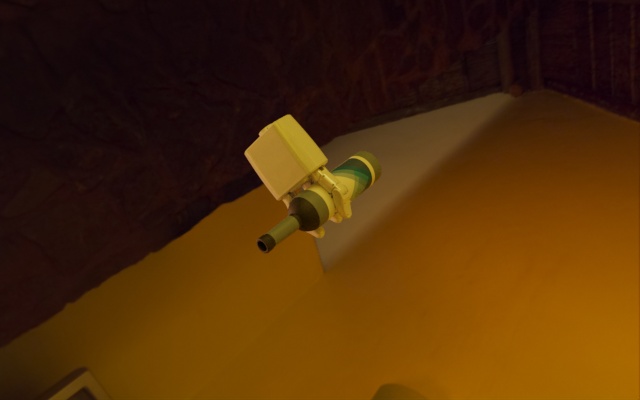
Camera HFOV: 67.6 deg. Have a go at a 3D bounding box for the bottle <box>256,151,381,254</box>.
[{"bbox_3d":[0.000,0.003,0.833,0.069,0.069,0.295,0,28,44],"label":"bottle"}]
